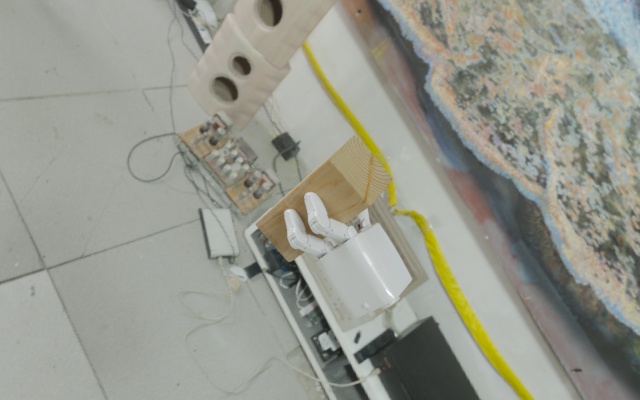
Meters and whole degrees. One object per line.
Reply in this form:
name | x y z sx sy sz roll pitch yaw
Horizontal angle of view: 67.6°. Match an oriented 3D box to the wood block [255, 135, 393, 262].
wood block | 0.001 0.003 0.748 0.206 0.090 0.090 -38 4 42
